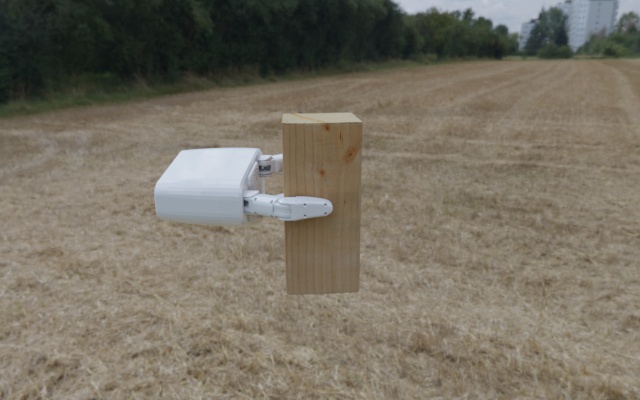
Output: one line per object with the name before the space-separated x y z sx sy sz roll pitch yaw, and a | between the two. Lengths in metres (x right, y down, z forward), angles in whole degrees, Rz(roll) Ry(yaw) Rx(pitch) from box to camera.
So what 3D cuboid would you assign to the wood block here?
wood block | 0.000 0.002 0.586 0.090 0.206 0.090 -2 17 -3
